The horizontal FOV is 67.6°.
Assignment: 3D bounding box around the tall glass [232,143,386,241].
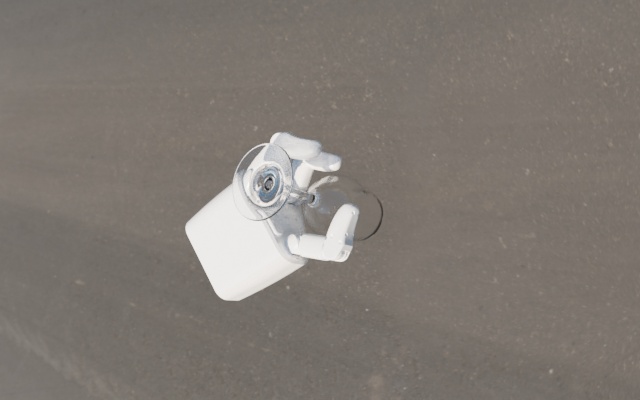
[{"bbox_3d":[0.000,0.002,0.523,0.079,0.079,0.201,0,-11,35],"label":"tall glass"}]
